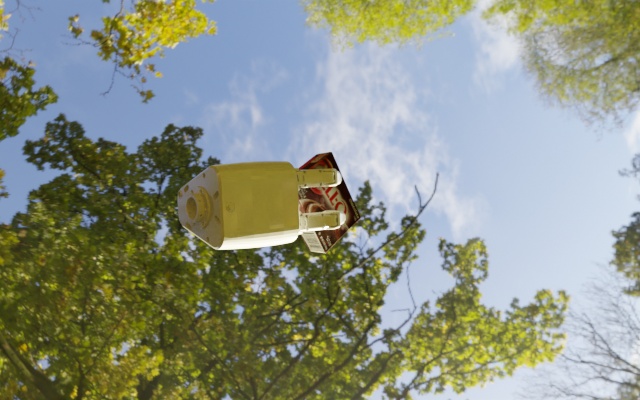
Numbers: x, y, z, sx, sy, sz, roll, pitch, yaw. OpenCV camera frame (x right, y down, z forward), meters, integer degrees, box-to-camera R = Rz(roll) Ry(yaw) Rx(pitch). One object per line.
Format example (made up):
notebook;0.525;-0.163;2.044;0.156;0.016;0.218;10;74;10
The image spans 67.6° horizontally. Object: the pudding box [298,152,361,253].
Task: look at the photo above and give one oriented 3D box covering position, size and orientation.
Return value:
pudding box;0.000;0.002;0.662;0.039;0.113;0.090;0;31;45
